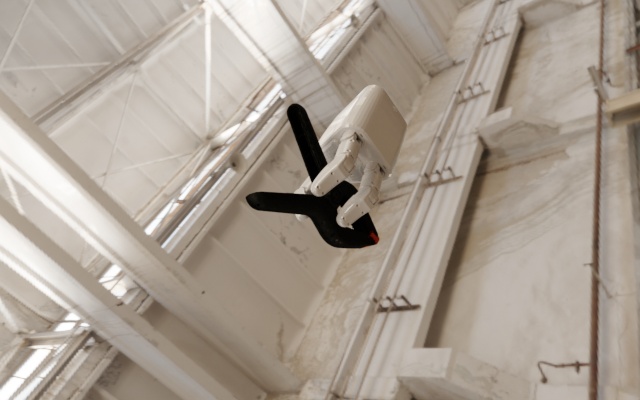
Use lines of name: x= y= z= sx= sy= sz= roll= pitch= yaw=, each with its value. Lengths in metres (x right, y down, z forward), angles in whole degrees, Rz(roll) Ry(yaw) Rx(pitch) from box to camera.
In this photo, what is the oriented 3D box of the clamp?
clamp: x=0.000 y=0.002 z=0.598 sx=0.036 sy=0.210 sz=0.164 roll=-18 pitch=33 yaw=40
